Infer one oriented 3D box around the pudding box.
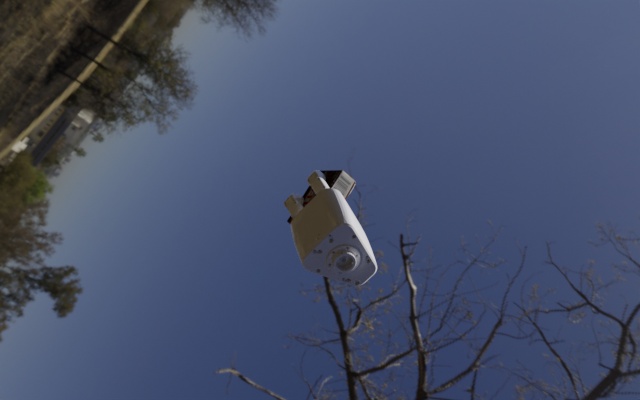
[{"bbox_3d":[0.000,0.003,0.812,0.039,0.113,0.090,39,-14,-24],"label":"pudding box"}]
